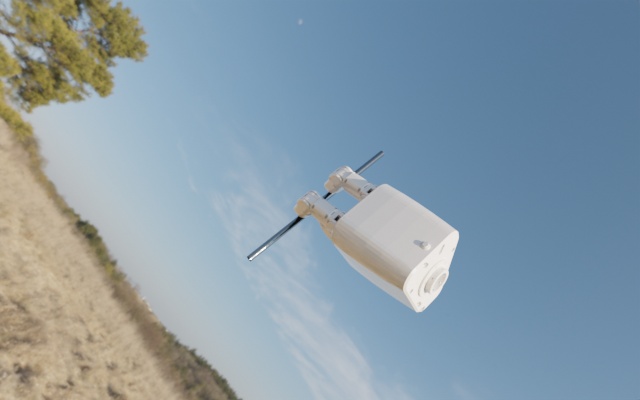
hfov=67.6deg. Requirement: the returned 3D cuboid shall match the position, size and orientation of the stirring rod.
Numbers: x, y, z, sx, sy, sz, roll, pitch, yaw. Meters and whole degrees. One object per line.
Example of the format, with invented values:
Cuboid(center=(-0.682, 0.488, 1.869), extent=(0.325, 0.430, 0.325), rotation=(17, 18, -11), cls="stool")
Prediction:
Cuboid(center=(0.000, 0.002, 0.625), extent=(0.239, 0.011, 0.011), rotation=(-38, 17, -23), cls="stirring rod")
